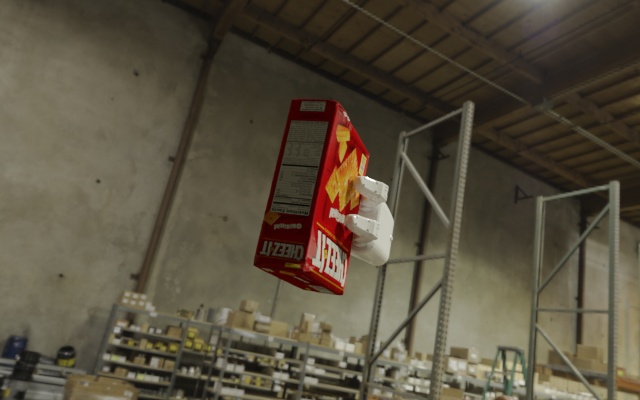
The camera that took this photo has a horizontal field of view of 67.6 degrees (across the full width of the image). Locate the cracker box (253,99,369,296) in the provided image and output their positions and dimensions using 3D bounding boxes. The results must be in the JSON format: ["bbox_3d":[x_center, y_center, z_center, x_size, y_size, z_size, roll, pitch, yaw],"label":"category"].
[{"bbox_3d":[0.000,0.002,0.619,0.072,0.213,0.164,5,-18,21],"label":"cracker box"}]
